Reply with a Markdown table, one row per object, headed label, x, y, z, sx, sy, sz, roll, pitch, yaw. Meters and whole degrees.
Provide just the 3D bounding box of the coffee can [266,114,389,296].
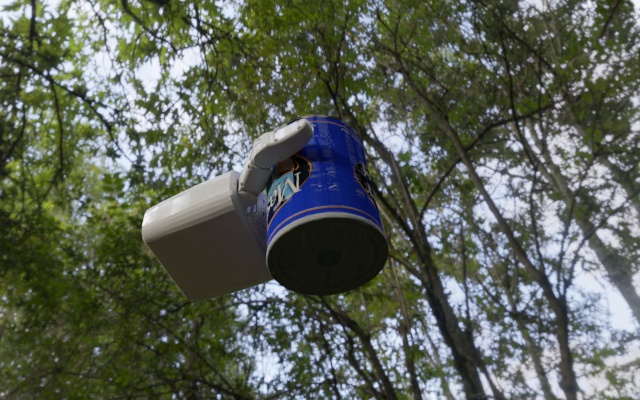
| label | x | y | z | sx | sy | sz | roll | pitch | yaw |
| --- | --- | --- | --- | --- | --- | --- | --- | --- | --- |
| coffee can | 0.000 | 0.001 | 0.446 | 0.103 | 0.103 | 0.140 | 0 | 44 | -7 |
